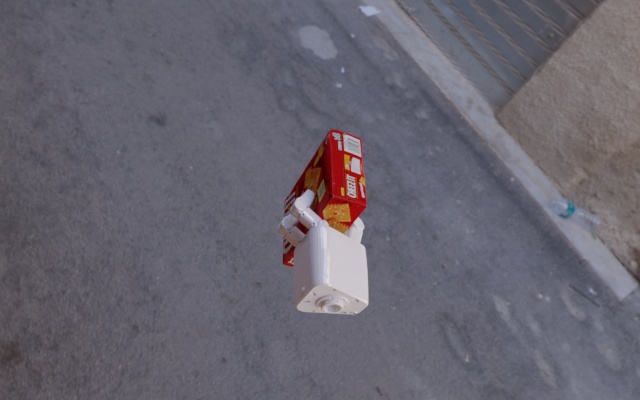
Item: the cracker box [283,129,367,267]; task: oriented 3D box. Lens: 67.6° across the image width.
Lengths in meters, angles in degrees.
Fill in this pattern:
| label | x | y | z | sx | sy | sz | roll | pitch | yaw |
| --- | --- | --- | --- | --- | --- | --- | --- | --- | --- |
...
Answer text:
| label | x | y | z | sx | sy | sz | roll | pitch | yaw |
| --- | --- | --- | --- | --- | --- | --- | --- | --- | --- |
| cracker box | 0.000 | 0.003 | 0.861 | 0.072 | 0.164 | 0.214 | 17 | -44 | -19 |
